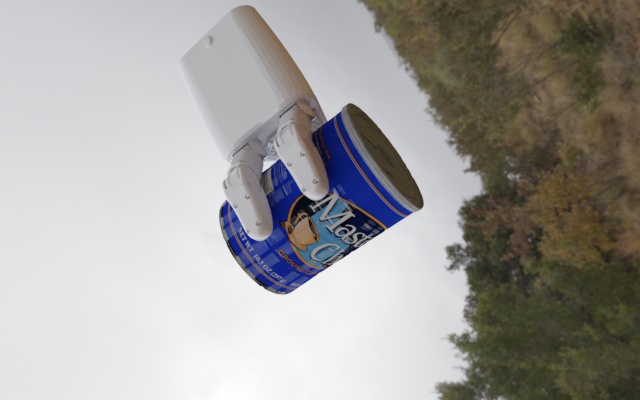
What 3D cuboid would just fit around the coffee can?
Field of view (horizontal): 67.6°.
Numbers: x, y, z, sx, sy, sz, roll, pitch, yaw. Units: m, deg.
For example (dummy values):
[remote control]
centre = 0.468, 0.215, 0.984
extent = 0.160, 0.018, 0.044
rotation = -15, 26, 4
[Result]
[coffee can]
centre = 0.000, 0.001, 0.405
extent = 0.140, 0.102, 0.103
rotation = -36, -14, 20
